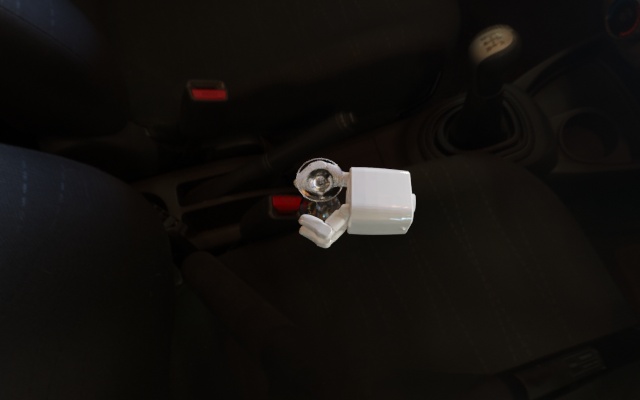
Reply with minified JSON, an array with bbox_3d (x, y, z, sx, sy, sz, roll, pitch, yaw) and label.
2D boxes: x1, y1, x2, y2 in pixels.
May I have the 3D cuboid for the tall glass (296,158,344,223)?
[{"bbox_3d":[0.000,0.002,0.835,0.079,0.079,0.201,0,-21,0],"label":"tall glass"}]
